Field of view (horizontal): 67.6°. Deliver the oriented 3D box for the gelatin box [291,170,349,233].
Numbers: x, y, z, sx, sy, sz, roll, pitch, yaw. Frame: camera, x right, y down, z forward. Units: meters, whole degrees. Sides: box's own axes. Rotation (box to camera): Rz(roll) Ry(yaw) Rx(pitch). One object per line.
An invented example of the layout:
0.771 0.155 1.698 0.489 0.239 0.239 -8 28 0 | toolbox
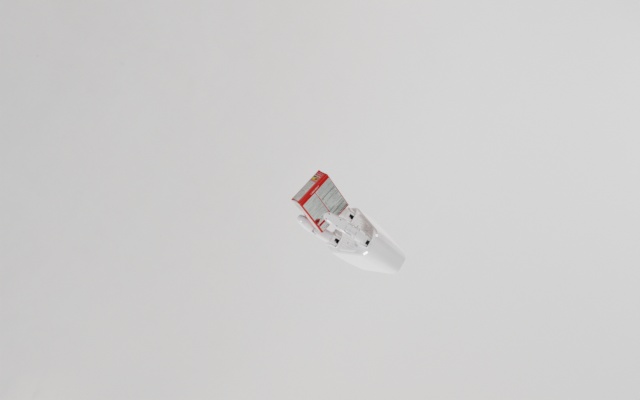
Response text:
0.000 0.003 0.845 0.030 0.073 0.089 29 -18 47 | gelatin box
